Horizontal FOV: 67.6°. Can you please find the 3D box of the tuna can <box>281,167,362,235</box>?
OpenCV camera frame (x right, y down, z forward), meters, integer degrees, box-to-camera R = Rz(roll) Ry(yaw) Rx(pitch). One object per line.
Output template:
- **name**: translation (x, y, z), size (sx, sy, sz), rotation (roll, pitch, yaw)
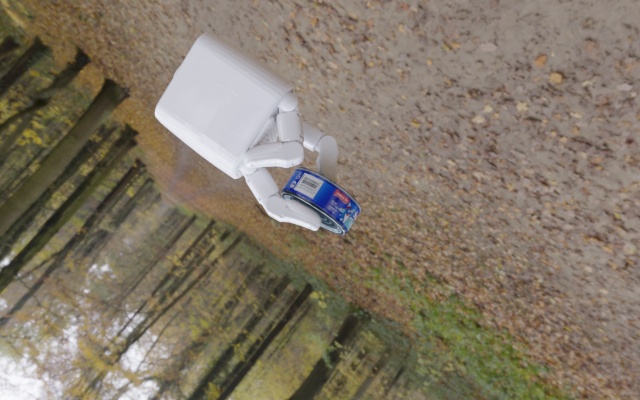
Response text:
- **tuna can**: translation (0.000, 0.002, 0.522), size (0.086, 0.033, 0.086), rotation (31, -12, 8)
